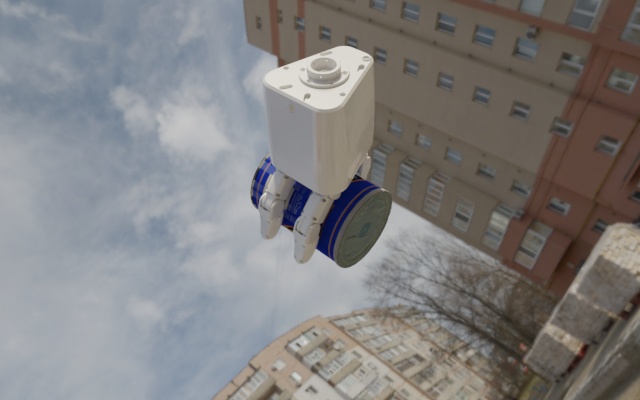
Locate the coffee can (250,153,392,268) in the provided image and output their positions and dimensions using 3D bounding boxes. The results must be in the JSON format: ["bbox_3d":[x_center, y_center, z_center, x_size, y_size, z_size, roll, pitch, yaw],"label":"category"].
[{"bbox_3d":[0.000,0.002,0.579,0.140,0.103,0.103,32,16,28],"label":"coffee can"}]
